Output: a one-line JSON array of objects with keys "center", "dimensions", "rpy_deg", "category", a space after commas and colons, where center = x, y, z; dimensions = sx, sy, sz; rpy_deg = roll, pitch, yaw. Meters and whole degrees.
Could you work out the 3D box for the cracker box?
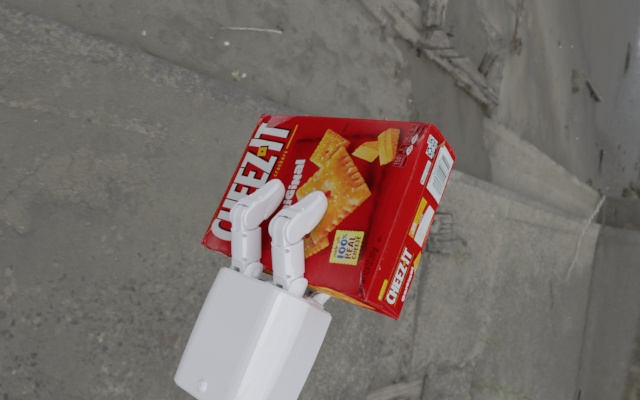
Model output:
[{"center": [0.000, 0.002, 0.467], "dimensions": [0.213, 0.164, 0.072], "rpy_deg": [11, -18, 39], "category": "cracker box"}]
